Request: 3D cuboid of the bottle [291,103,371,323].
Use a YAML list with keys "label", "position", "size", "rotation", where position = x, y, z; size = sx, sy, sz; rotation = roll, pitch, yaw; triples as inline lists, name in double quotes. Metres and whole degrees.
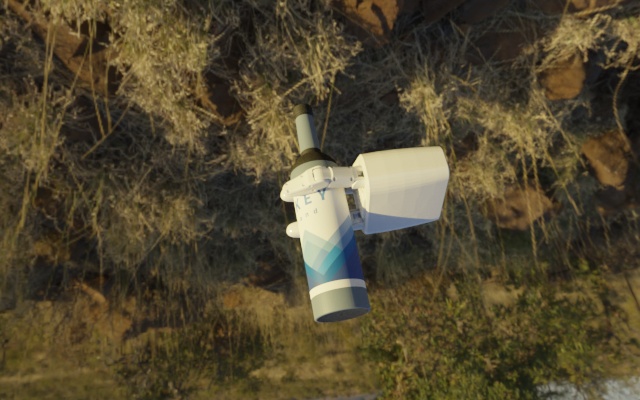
- label: "bottle"
  position: [0.000, 0.002, 0.614]
  size: [0.069, 0.295, 0.069]
  rotation: [-9, -25, -4]
